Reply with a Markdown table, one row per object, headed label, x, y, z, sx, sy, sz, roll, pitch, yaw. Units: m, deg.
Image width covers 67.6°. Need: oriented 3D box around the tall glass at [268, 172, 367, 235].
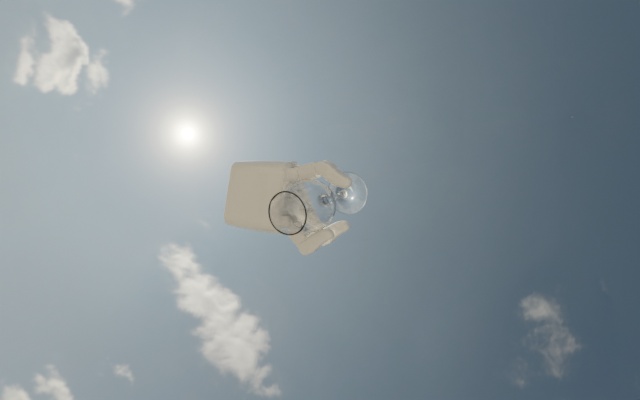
| label | x | y | z | sx | sy | sz | roll | pitch | yaw |
| --- | --- | --- | --- | --- | --- | --- | --- | --- | --- |
| tall glass | 0.001 | 0.002 | 0.735 | 0.079 | 0.079 | 0.201 | 0 | 9 | 28 |
